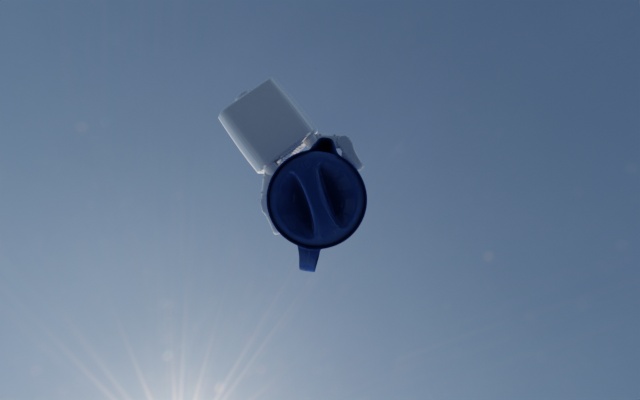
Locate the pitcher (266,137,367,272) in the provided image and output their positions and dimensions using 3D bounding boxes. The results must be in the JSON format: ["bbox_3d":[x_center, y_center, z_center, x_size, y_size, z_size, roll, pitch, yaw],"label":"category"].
[{"bbox_3d":[0.000,0.002,0.742,0.149,0.145,0.243,-38,0,5],"label":"pitcher"}]
